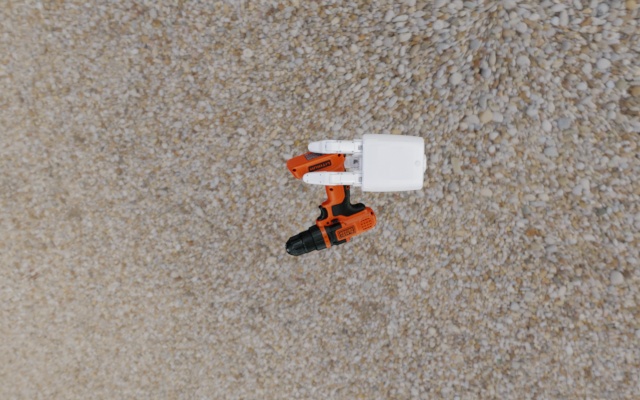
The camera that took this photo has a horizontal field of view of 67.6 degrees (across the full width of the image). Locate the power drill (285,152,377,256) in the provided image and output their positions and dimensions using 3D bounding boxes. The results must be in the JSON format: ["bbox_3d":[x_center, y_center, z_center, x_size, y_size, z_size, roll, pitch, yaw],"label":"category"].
[{"bbox_3d":[0.000,0.002,0.890,0.184,0.188,0.057,-22,27,-7],"label":"power drill"}]
